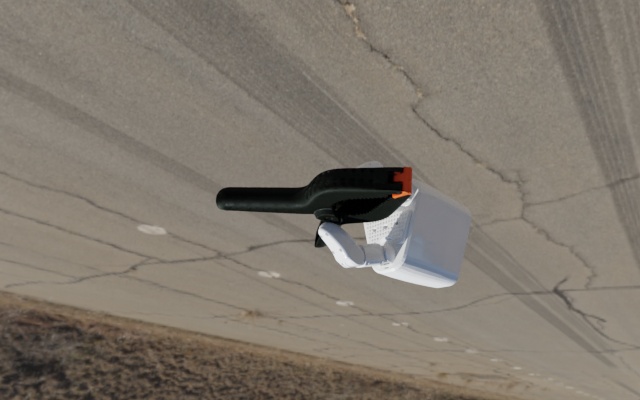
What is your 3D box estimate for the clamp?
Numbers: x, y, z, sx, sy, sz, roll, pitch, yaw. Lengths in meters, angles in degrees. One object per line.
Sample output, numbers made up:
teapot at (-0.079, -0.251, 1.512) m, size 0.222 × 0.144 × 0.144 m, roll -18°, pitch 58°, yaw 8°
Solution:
clamp at (0.001, 0.002, 0.500) m, size 0.164 × 0.036 × 0.210 m, roll 21°, pitch -27°, yaw -33°
